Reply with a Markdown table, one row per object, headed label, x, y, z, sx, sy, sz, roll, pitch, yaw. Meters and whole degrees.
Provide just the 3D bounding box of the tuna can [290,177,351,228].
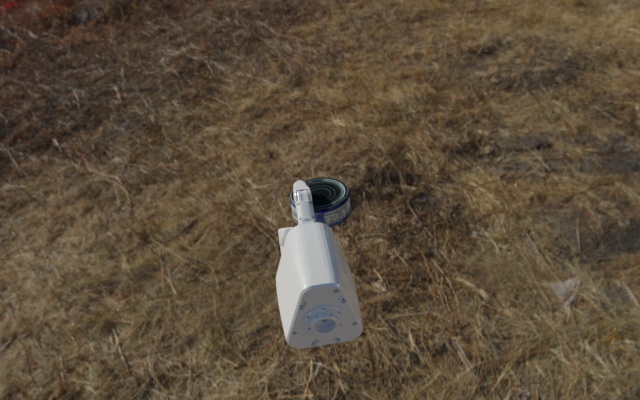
| label | x | y | z | sx | sy | sz | roll | pitch | yaw |
| --- | --- | --- | --- | --- | --- | --- | --- | --- | --- |
| tuna can | 0.000 | 0.002 | 0.677 | 0.086 | 0.034 | 0.086 | -5 | 34 | 4 |
